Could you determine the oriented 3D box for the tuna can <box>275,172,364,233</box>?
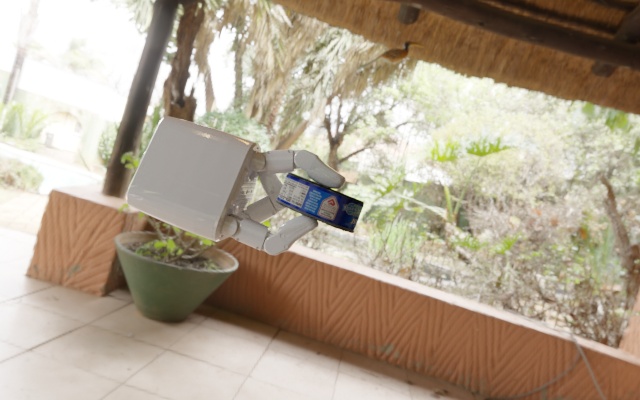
[{"bbox_3d":[0.000,0.001,0.485,0.086,0.034,0.086,22,1,-1],"label":"tuna can"}]
